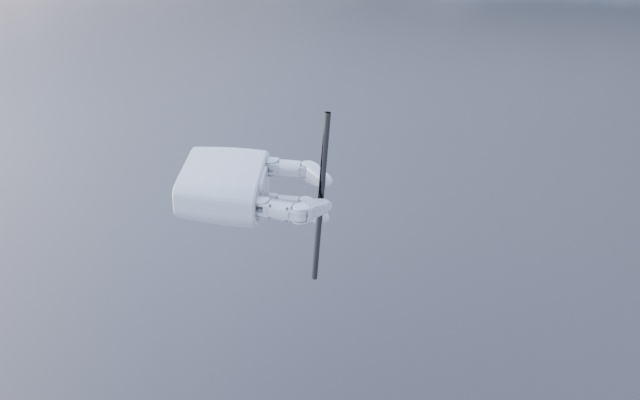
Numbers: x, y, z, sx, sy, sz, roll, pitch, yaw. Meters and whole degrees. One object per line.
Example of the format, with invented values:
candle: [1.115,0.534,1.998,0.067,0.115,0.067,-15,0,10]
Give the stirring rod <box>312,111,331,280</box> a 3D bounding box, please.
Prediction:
stirring rod: [0.000,0.002,0.627,0.011,0.240,0.011,4,26,-2]
